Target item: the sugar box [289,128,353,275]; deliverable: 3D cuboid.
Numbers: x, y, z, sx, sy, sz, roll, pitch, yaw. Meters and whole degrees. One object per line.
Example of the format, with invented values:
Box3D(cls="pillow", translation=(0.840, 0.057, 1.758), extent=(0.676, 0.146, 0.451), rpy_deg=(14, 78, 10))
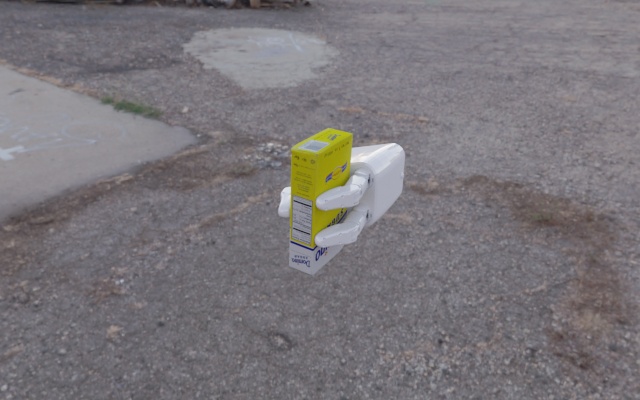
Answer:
Box3D(cls="sugar box", translation=(0.001, 0.002, 0.637), extent=(0.048, 0.176, 0.093), rpy_deg=(16, 31, 28))
